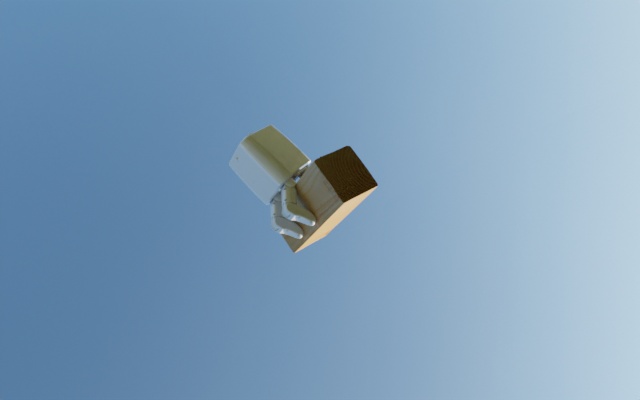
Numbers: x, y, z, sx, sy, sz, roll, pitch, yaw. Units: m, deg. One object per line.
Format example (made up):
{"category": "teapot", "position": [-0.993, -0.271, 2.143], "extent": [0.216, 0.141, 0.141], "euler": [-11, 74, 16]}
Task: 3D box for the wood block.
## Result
{"category": "wood block", "position": [0.000, 0.002, 0.870], "extent": [0.091, 0.090, 0.206], "euler": [-27, -13, -37]}
